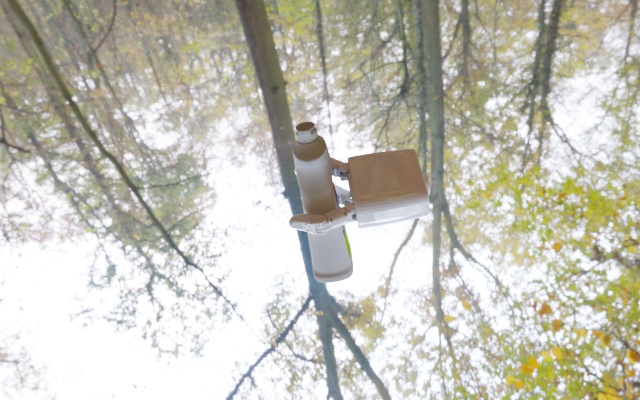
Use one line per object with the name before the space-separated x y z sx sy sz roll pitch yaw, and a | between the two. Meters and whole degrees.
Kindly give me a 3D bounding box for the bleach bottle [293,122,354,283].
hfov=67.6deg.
bleach bottle | 0.000 0.002 0.729 0.068 0.251 0.102 -9 35 4
